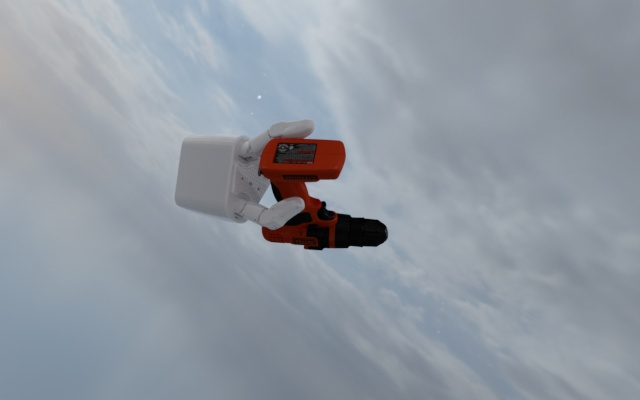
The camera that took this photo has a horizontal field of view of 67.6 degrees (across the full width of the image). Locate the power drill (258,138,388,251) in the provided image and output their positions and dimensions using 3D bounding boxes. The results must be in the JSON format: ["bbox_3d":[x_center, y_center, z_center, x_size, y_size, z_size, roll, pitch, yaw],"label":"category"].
[{"bbox_3d":[0.000,0.002,0.641,0.184,0.057,0.188,2,-39,7],"label":"power drill"}]
